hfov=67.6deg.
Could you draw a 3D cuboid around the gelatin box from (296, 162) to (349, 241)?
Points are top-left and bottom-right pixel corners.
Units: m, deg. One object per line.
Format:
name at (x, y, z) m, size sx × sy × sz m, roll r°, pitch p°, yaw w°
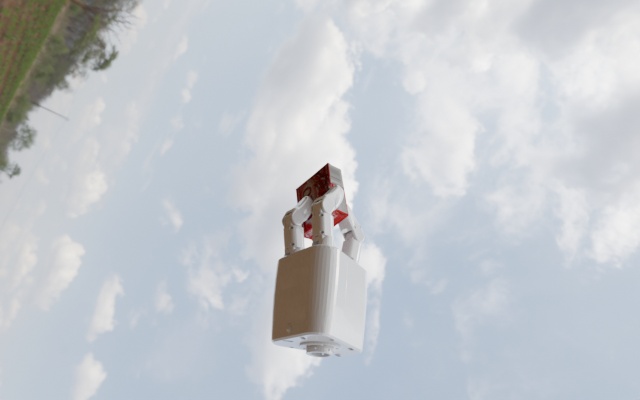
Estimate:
gelatin box at (0.000, 0.002, 0.676) m, size 0.030 × 0.089 × 0.073 m, roll 25°, pitch -48°, yaw -34°
